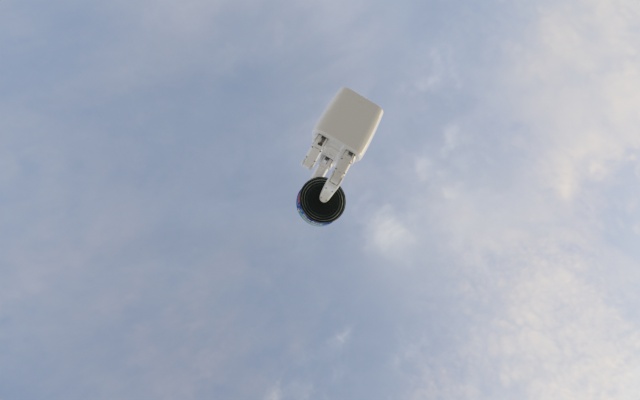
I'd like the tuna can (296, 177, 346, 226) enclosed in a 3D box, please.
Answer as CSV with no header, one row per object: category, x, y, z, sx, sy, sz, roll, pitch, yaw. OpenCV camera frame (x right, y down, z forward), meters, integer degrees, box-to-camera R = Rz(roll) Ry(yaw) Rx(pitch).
tuna can,0.000,0.003,0.859,0.086,0.086,0.034,0,-15,-16
